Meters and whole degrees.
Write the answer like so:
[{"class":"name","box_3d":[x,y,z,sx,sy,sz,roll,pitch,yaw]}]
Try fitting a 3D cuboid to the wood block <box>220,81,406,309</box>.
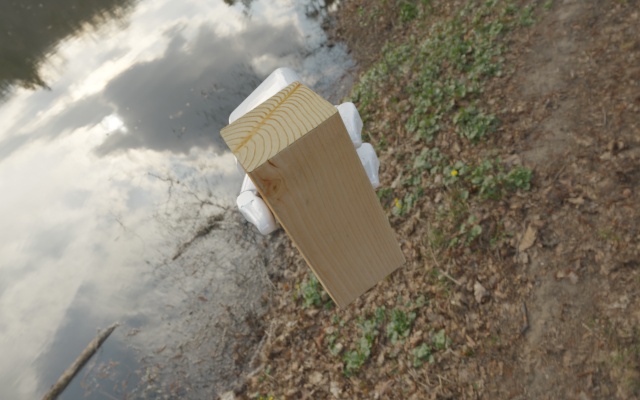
[{"class":"wood block","box_3d":[0.000,0.001,0.475,0.091,0.206,0.090,-35,40,-6]}]
